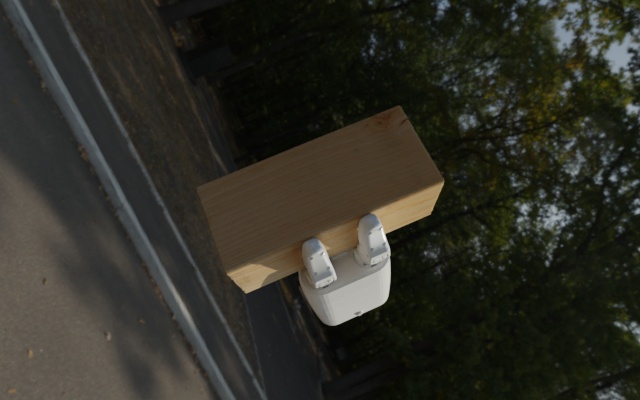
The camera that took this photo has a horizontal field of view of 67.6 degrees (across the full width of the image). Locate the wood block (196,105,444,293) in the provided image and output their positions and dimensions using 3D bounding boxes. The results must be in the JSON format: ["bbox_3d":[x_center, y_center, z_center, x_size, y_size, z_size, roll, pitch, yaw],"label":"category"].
[{"bbox_3d":[0.000,0.001,0.466,0.206,0.090,0.090,-23,-22,-6],"label":"wood block"}]
